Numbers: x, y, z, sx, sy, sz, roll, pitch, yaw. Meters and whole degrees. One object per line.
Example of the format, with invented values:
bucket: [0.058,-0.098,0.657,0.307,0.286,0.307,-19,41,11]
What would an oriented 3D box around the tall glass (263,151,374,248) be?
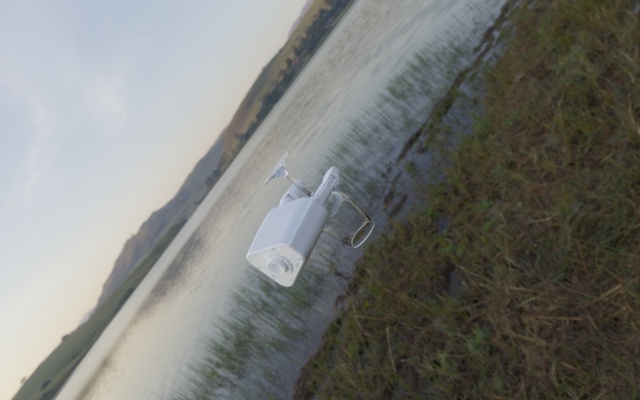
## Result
tall glass: [0.000,0.002,0.852,0.201,0.079,0.079,37,-9,-12]
